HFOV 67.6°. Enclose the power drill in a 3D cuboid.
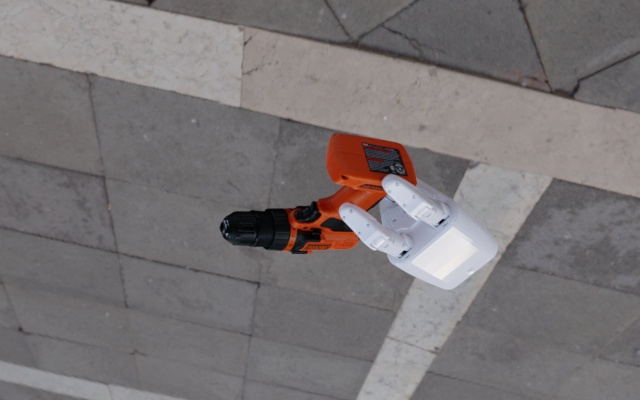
[{"bbox_3d":[0.001,0.002,0.533,0.184,0.057,0.188,2,-29,-33],"label":"power drill"}]
